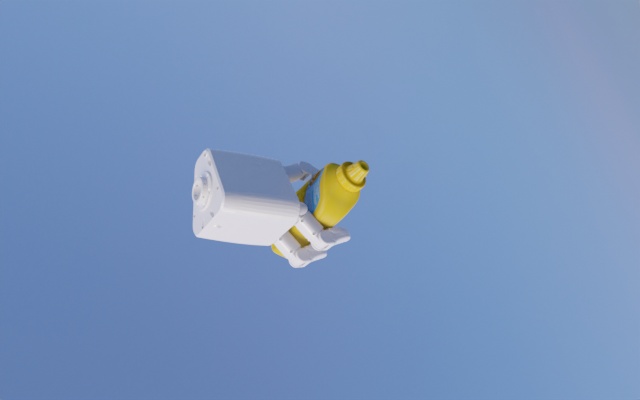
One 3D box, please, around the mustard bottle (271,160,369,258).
[{"bbox_3d":[0.000,0.002,0.664,0.058,0.096,0.192,30,-44,-20],"label":"mustard bottle"}]
